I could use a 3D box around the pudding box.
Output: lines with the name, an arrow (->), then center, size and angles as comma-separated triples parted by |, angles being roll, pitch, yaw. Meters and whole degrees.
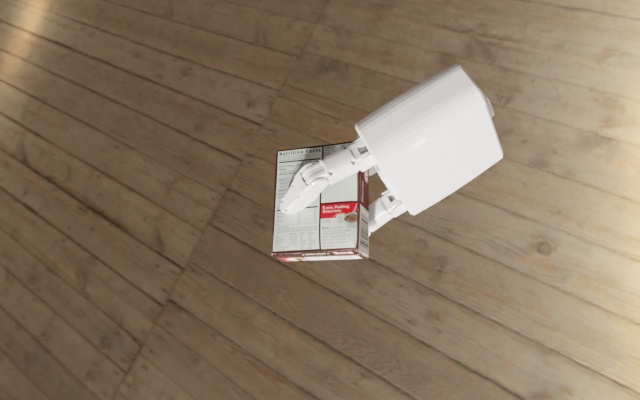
pudding box -> 0.000, 0.001, 0.472 | 0.090, 0.113, 0.039 | -5, -20, 19
